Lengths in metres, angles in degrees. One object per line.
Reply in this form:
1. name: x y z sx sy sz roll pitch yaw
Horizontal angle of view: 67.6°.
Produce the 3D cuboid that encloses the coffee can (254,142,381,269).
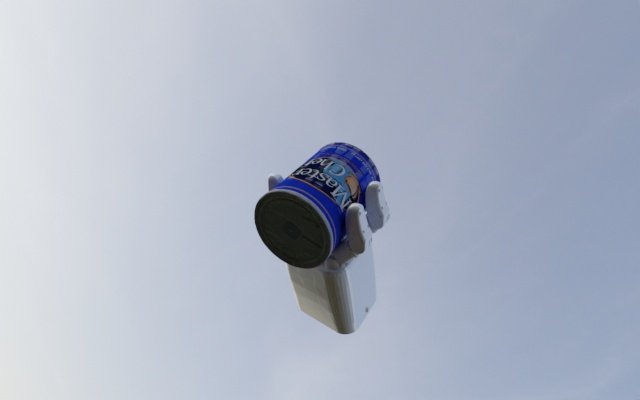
1. coffee can: 0.000 0.002 0.589 0.103 0.103 0.140 0 29 33
